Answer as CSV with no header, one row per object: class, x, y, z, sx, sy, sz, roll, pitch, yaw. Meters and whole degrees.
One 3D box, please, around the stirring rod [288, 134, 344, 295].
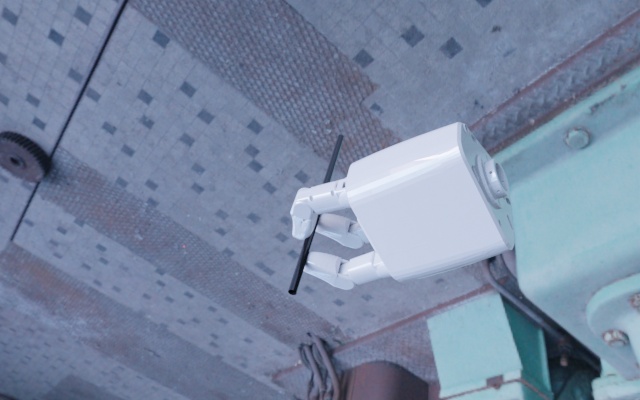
stirring rod,0.000,0.002,0.516,0.011,0.011,0.239,0,43,17
